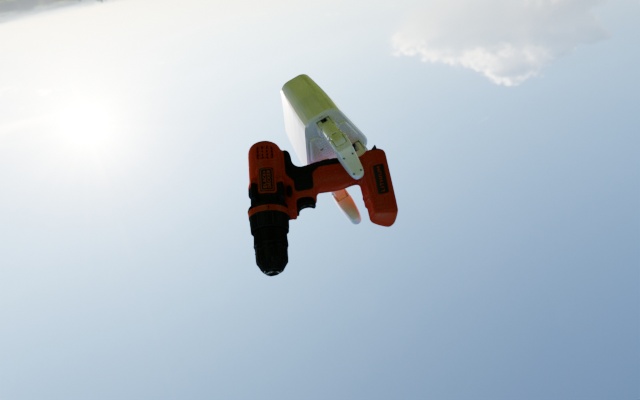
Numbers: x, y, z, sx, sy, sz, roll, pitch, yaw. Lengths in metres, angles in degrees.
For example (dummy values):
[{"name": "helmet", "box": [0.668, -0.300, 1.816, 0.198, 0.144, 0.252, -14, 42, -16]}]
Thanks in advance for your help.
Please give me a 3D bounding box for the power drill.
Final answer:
[{"name": "power drill", "box": [0.001, 0.002, 0.615, 0.187, 0.184, 0.057, -3, -25, -8]}]
